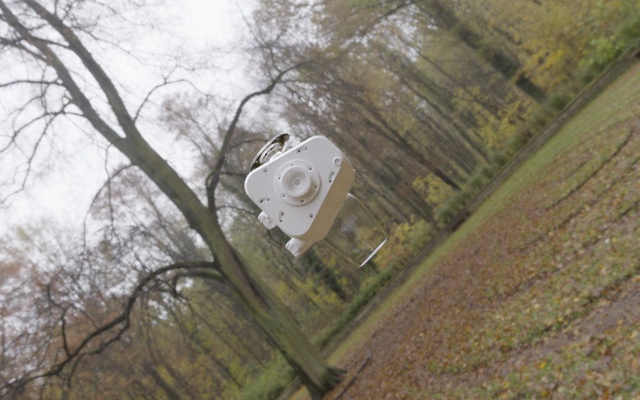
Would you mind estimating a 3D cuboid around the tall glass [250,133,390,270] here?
[{"bbox_3d":[0.000,0.002,0.648,0.201,0.079,0.079,44,9,9],"label":"tall glass"}]
